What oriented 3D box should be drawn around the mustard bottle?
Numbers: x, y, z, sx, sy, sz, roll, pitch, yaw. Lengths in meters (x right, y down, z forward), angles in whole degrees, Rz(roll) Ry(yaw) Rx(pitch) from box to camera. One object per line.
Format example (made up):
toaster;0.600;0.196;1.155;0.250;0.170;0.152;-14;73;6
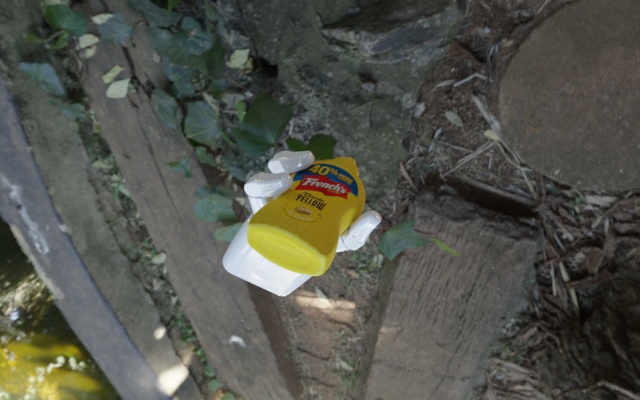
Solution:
mustard bottle;0.000;0.002;0.568;0.096;0.058;0.191;21;41;15
